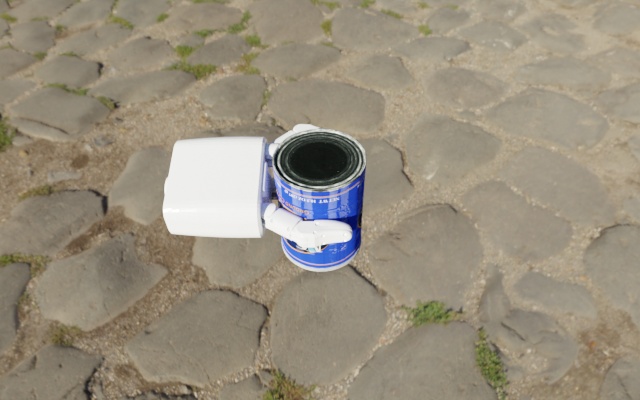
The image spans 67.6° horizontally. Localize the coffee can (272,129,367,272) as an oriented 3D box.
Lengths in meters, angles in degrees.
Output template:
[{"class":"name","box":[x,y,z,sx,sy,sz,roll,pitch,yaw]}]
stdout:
[{"class":"coffee can","box":[0.000,0.002,0.565,0.103,0.102,0.140,0,-44,1]}]
